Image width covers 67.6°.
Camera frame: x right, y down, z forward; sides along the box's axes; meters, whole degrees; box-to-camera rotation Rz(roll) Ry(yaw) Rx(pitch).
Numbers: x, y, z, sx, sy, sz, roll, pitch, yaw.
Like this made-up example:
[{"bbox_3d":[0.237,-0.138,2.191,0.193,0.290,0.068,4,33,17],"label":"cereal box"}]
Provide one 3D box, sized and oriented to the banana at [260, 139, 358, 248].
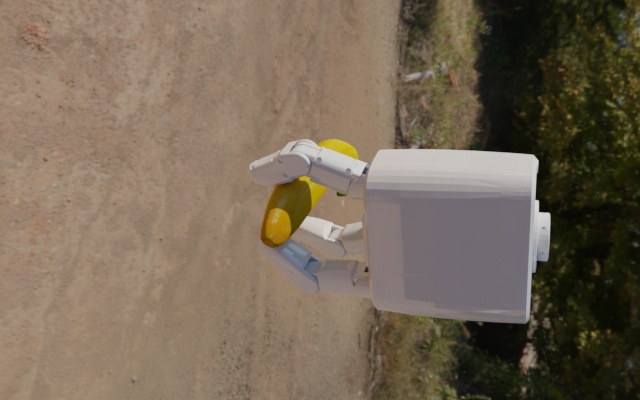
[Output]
[{"bbox_3d":[0.001,-0.018,0.424,0.037,0.070,0.197,4,13,20],"label":"banana"}]
